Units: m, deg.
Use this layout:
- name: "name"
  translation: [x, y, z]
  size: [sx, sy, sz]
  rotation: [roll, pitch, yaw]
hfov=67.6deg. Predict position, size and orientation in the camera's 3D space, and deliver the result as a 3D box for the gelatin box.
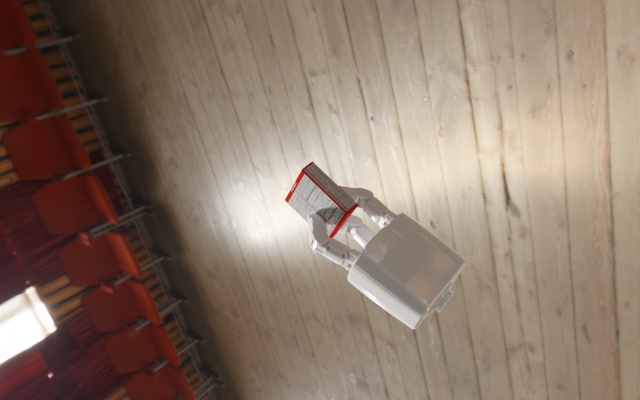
- name: "gelatin box"
  translation: [0.000, 0.002, 0.659]
  size: [0.030, 0.089, 0.073]
  rotation: [-39, -12, -40]
